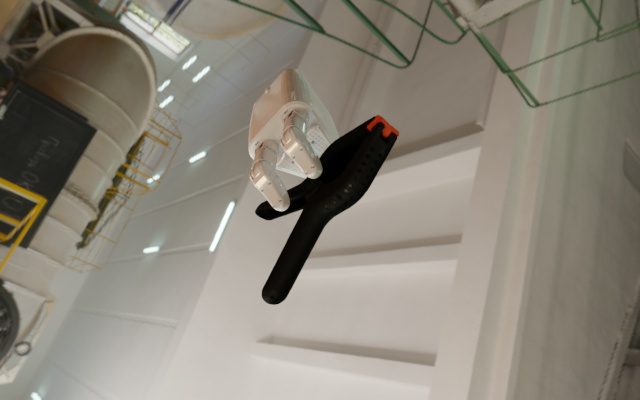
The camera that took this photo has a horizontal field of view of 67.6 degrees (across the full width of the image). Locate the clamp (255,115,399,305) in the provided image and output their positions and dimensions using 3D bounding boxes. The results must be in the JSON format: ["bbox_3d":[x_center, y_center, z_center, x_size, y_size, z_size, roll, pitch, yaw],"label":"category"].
[{"bbox_3d":[0.001,0.002,0.500,0.036,0.164,0.210,34,-62,-28],"label":"clamp"}]
